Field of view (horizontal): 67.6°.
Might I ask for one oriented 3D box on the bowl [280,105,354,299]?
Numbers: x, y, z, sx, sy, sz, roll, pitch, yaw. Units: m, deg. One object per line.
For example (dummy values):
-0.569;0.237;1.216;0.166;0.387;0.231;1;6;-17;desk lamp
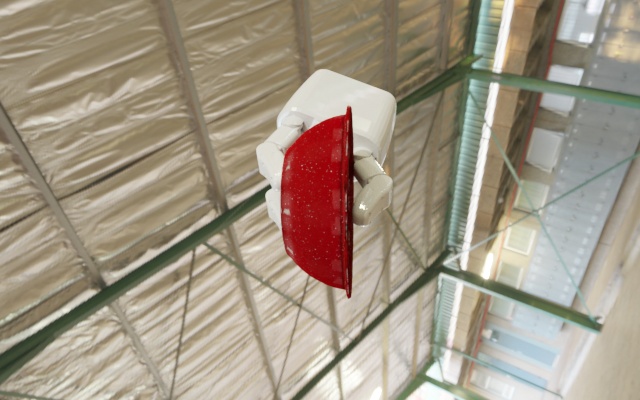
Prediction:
0.000;0.002;0.406;0.055;0.162;0.162;0;0;5;bowl
